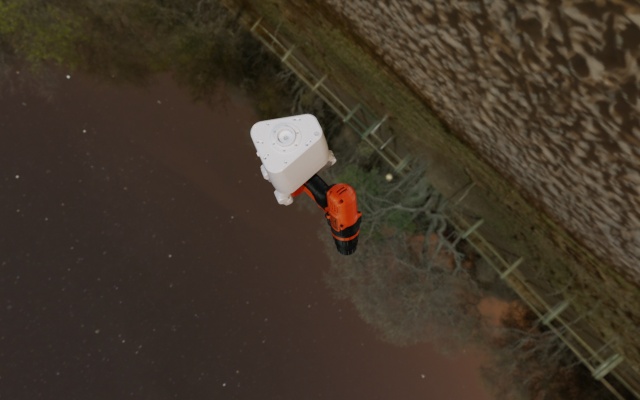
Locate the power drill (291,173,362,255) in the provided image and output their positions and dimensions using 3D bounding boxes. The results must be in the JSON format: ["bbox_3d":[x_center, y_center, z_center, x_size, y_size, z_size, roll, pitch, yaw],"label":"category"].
[{"bbox_3d":[0.000,0.003,0.888,0.057,0.185,0.187,-37,57,-23],"label":"power drill"}]
